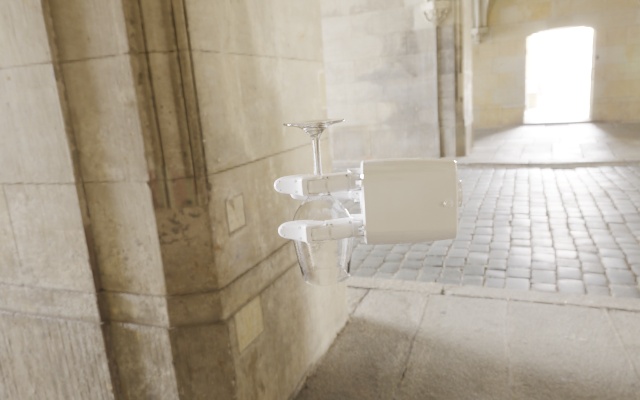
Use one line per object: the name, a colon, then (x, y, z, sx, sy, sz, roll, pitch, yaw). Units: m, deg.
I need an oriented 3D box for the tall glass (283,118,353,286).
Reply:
tall glass: (0.000, 0.001, 0.594, 0.079, 0.201, 0.079, -4, 13, 1)
